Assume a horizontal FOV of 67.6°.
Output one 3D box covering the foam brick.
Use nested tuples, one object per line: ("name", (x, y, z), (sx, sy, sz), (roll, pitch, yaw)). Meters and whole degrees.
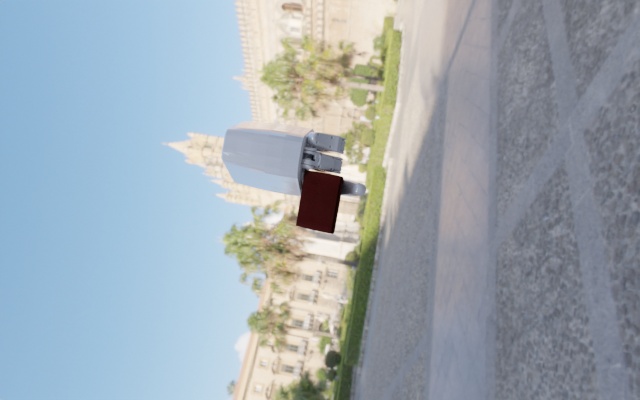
("foam brick", (0.000, 0.002, 0.649), (0.051, 0.078, 0.053), (10, -1, 4))
